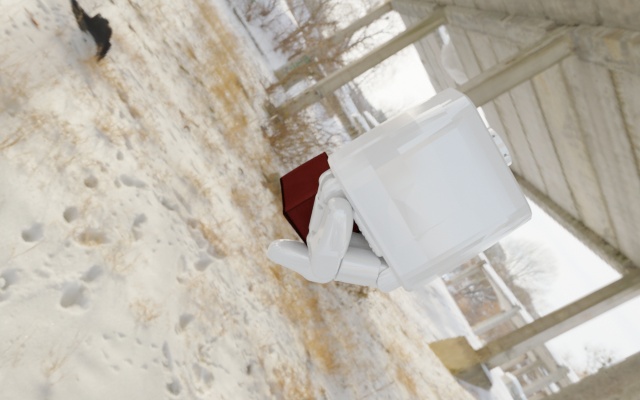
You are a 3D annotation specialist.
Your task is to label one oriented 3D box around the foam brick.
[{"bbox_3d":[0.000,0.001,0.422,0.051,0.053,0.078,-32,25,8],"label":"foam brick"}]
